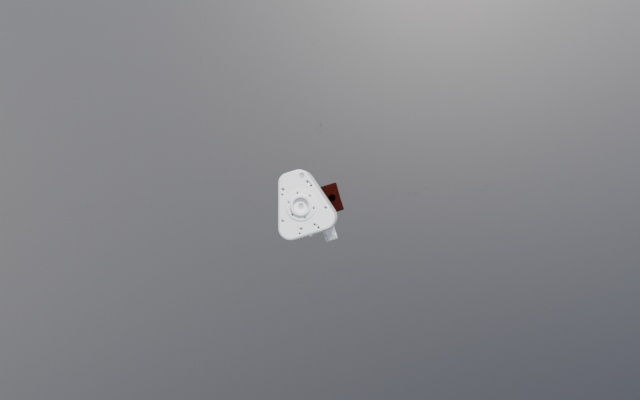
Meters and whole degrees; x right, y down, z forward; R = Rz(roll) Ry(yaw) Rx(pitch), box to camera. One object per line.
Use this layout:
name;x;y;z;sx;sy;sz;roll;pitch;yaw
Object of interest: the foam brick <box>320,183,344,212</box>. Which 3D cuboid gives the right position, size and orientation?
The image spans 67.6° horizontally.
foam brick;0.000;0.003;0.884;0.078;0.053;0.051;-18;-1;1
